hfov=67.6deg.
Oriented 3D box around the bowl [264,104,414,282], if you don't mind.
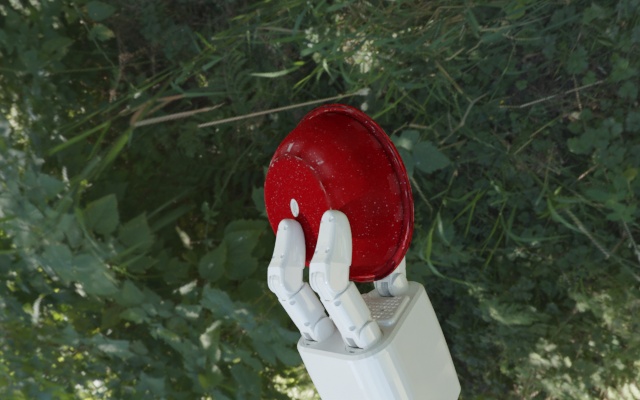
[{"bbox_3d":[-0.001,0.000,0.408,0.055,0.162,0.162,-17,10,-37],"label":"bowl"}]
